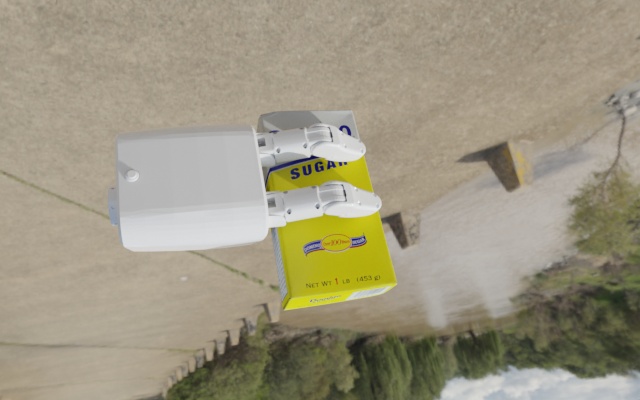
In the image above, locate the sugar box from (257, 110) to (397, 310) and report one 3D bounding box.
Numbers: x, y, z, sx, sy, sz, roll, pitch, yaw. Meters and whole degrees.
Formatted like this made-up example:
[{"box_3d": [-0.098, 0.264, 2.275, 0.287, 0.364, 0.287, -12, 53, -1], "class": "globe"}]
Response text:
[{"box_3d": [0.000, 0.001, 0.426, 0.093, 0.176, 0.048, -5, -22, -16], "class": "sugar box"}]
